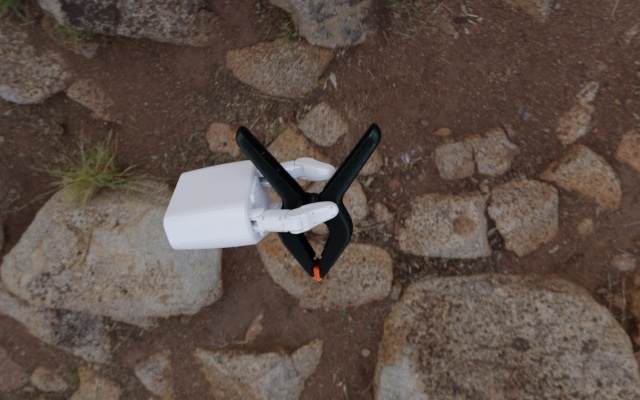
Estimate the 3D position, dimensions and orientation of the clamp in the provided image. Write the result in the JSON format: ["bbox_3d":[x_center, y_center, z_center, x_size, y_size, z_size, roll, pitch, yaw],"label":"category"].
[{"bbox_3d":[0.000,0.003,0.571,0.164,0.210,0.036,-6,26,12],"label":"clamp"}]
